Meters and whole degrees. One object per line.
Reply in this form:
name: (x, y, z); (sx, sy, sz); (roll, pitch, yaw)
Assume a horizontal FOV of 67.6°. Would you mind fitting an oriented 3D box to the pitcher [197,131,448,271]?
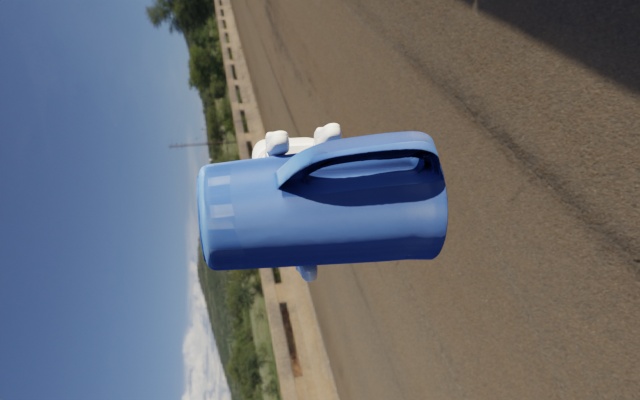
pitcher: (0.000, 0.002, 0.494); (0.243, 0.149, 0.145); (-5, 15, -10)
